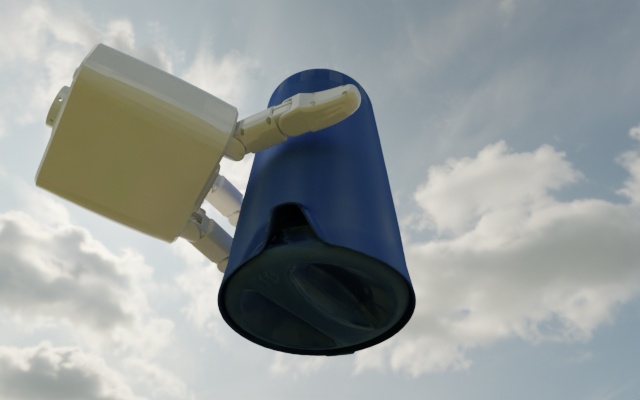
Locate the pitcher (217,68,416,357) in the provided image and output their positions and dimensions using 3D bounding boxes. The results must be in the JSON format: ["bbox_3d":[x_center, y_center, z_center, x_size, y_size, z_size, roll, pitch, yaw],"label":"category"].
[{"bbox_3d":[0.000,0.001,0.410,0.145,0.242,0.149,24,-50,-20],"label":"pitcher"}]
